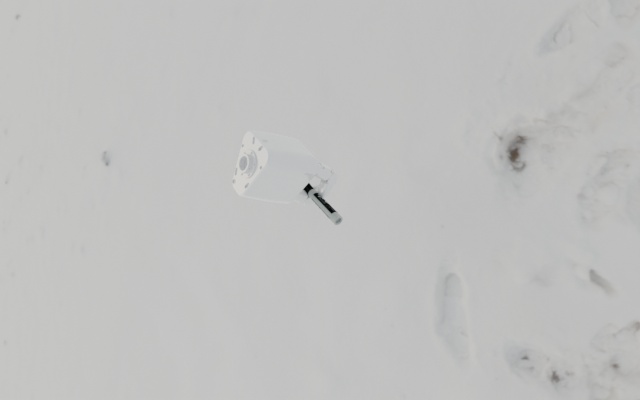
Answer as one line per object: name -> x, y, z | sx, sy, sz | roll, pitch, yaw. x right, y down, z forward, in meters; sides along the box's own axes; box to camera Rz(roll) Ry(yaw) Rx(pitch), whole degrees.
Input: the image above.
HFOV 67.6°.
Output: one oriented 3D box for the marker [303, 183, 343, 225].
marker -> 0.000, 0.003, 0.879 | 0.020, 0.020, 0.121 | 0, 34, -39
